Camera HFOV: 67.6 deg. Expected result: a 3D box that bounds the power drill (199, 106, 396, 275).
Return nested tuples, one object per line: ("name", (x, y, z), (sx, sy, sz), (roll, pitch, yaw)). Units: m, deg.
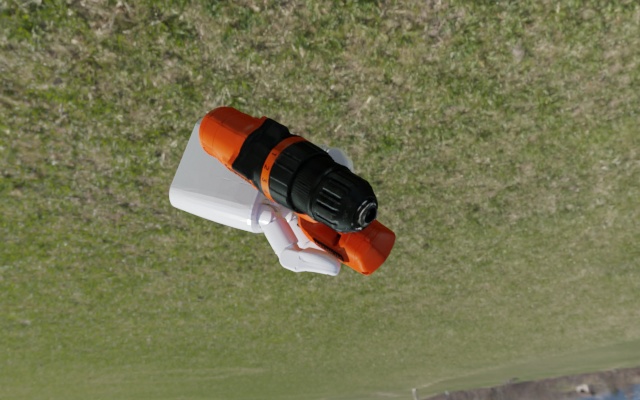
("power drill", (0.000, 0.001, 0.416), (0.184, 0.057, 0.188), (33, -8, 38))
